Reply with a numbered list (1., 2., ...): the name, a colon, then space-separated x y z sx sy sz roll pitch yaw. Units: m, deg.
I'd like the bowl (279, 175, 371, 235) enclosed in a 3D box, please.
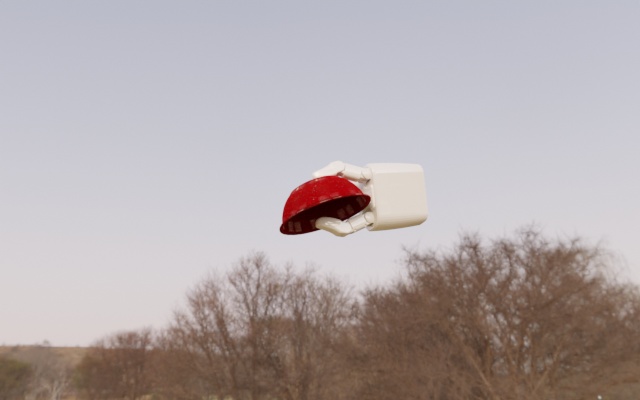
1. bowl: -0.001 0.002 0.800 0.162 0.055 0.162 -19 -17 -6
